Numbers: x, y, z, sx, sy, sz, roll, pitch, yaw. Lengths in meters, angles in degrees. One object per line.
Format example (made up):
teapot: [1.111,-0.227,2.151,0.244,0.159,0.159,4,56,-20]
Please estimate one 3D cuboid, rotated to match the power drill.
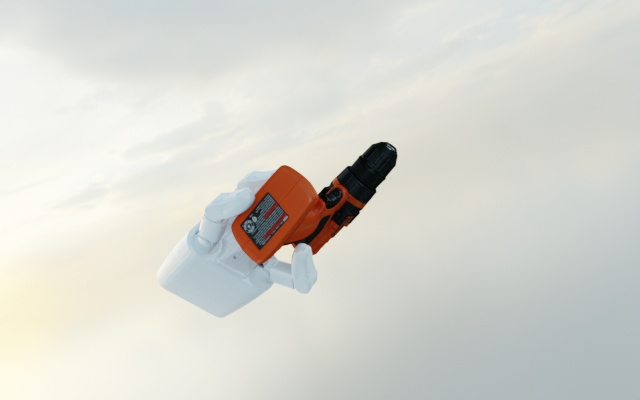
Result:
power drill: [0.000,0.002,0.544,0.057,0.184,0.187,47,20,19]
